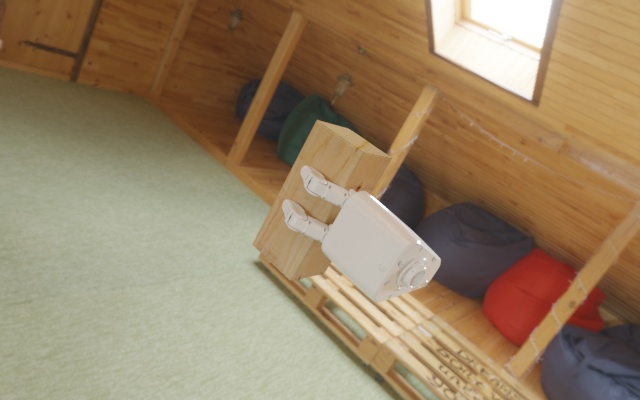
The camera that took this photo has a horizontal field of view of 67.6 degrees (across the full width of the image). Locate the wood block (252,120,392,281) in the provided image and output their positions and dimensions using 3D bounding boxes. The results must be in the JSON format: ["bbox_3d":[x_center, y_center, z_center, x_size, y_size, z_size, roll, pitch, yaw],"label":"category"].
[{"bbox_3d":[0.001,0.002,0.684,0.090,0.206,0.091,39,20,28],"label":"wood block"}]
